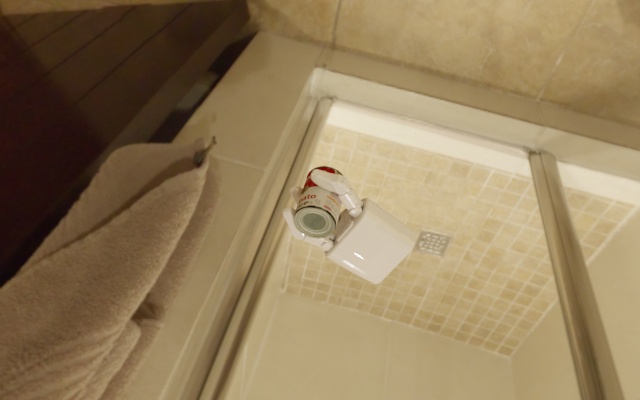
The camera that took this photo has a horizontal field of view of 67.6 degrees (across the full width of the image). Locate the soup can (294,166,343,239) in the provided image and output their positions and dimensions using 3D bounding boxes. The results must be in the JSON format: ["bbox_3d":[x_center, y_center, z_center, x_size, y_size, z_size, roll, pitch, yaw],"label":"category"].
[{"bbox_3d":[0.000,0.002,0.758,0.068,0.069,0.102,0,40,15],"label":"soup can"}]
